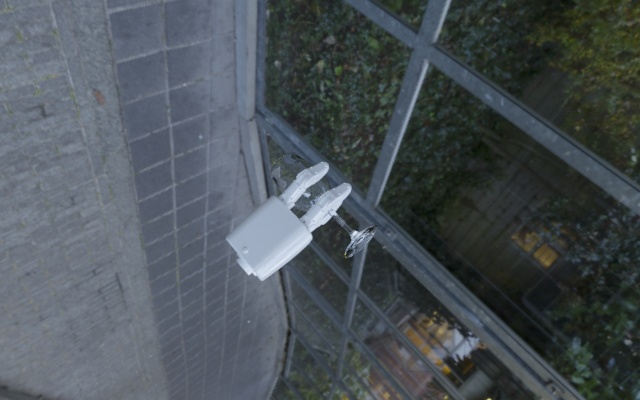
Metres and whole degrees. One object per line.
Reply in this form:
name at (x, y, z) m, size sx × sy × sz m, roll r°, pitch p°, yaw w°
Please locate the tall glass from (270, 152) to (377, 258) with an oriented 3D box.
tall glass at (0.001, 0.003, 0.815) m, size 0.201 × 0.079 × 0.079 m, roll 45°, pitch 20°, yaw 21°
